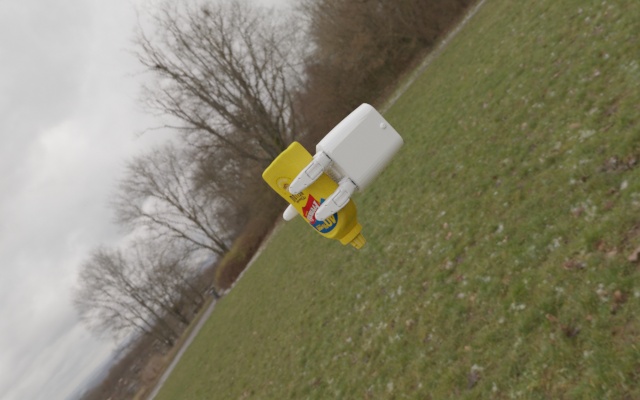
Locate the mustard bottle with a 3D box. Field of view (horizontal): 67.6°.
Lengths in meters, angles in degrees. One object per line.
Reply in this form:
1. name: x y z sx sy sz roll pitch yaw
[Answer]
1. mustard bottle: 0.000 0.002 0.749 0.058 0.191 0.096 -48 6 -38
